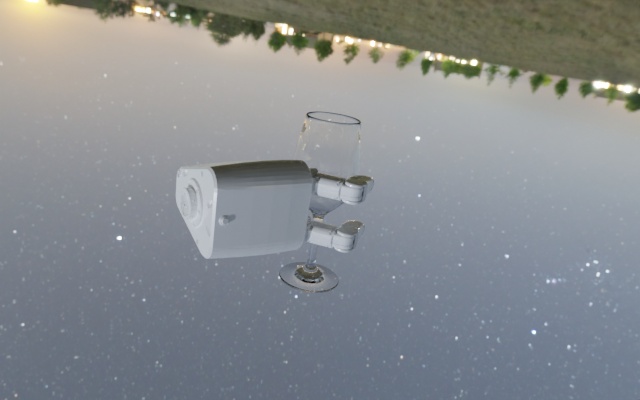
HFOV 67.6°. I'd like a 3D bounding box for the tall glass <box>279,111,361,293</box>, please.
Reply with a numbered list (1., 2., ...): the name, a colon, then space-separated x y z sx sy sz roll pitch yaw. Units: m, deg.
1. tall glass: 0.000 0.002 0.557 0.079 0.201 0.079 8 19 -3
